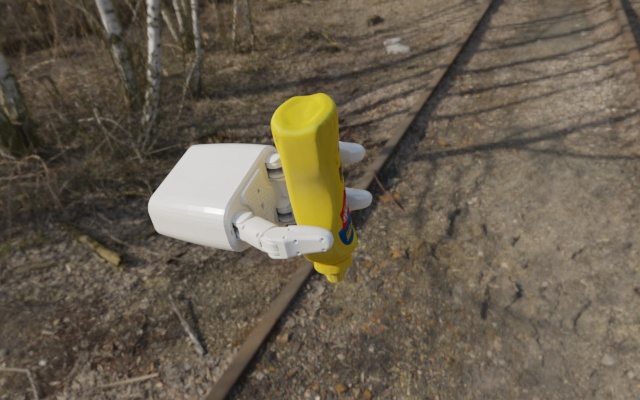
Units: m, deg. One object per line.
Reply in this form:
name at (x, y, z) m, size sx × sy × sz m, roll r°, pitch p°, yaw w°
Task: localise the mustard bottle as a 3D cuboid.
mustard bottle at (0.000, 0.001, 0.464) m, size 0.058 × 0.192 × 0.096 m, roll -7°, pitch 30°, yaw 7°
